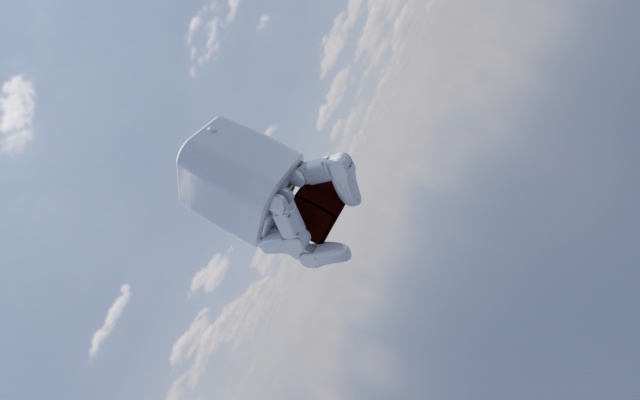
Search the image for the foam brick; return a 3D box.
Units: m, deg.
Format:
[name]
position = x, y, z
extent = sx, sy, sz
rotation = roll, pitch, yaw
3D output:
[foam brick]
position = 0.000, 0.002, 0.547
extent = 0.051, 0.053, 0.078
rotation = 28, 39, 4
